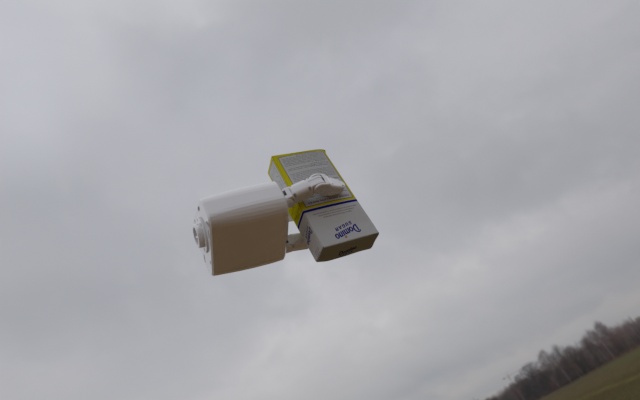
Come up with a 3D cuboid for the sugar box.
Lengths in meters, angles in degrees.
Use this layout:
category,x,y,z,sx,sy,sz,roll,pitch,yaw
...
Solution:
category,x,y,z,sx,sy,sz,roll,pitch,yaw
sugar box,0.000,0.003,0.695,0.093,0.176,0.048,-12,-34,-27
